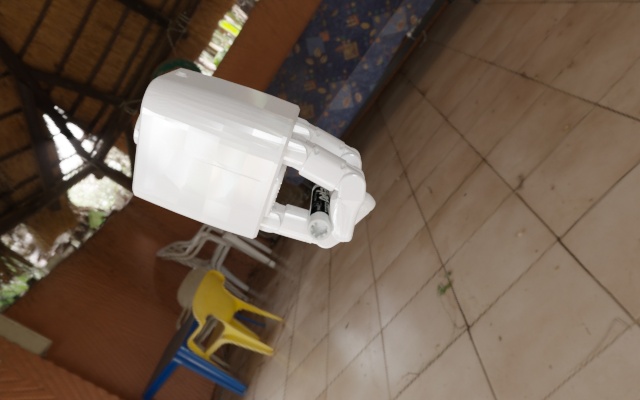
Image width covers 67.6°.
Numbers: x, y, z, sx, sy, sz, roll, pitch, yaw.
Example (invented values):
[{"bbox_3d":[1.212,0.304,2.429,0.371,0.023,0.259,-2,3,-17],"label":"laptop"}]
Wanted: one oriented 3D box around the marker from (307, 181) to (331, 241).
[{"bbox_3d":[0.000,0.001,0.422,0.020,0.020,0.121,0,21,1],"label":"marker"}]
